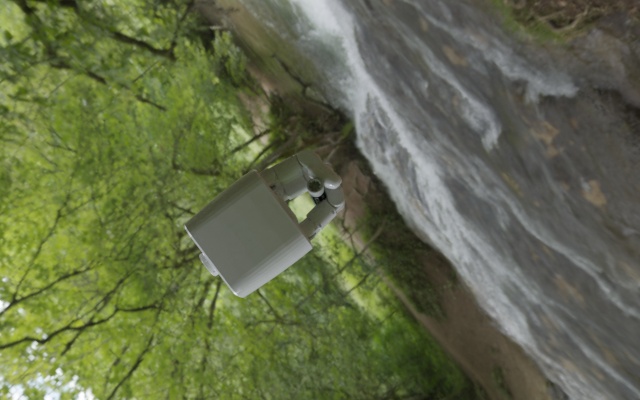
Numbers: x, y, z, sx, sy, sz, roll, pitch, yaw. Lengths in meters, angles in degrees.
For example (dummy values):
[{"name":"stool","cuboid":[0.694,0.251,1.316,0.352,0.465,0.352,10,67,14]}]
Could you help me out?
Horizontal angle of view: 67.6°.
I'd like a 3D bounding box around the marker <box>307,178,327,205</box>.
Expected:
[{"name":"marker","cuboid":[0.000,0.002,0.597,0.020,0.020,0.121,0,-18,7]}]
